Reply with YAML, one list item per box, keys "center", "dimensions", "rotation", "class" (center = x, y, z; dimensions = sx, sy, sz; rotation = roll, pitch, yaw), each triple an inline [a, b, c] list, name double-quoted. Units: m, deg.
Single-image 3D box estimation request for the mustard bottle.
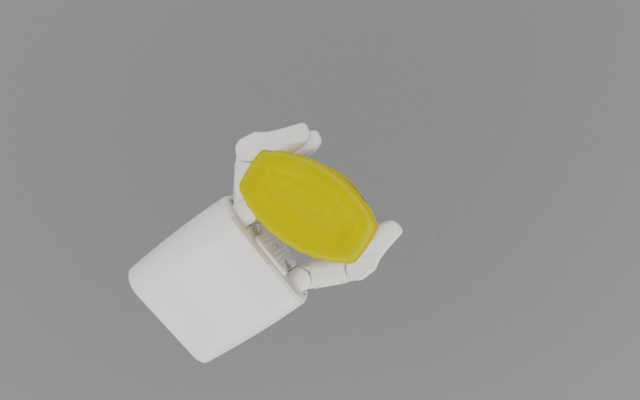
- center: [0.000, 0.001, 0.402]
  dimensions: [0.096, 0.058, 0.191]
  rotation: [32, 5, 4]
  class: "mustard bottle"
